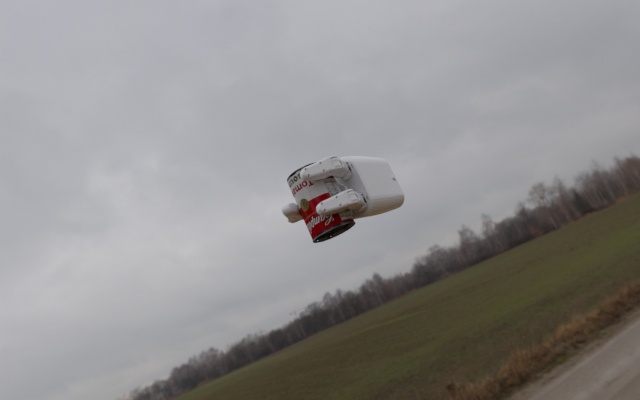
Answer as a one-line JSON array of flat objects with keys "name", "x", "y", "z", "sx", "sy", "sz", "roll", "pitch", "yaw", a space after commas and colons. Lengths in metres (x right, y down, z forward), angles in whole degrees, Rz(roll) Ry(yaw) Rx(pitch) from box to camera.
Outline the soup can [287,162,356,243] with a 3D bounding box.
[{"name": "soup can", "x": 0.000, "y": 0.002, "z": 0.702, "sx": 0.068, "sy": 0.102, "sz": 0.068, "roll": -23, "pitch": -14, "yaw": -6}]
